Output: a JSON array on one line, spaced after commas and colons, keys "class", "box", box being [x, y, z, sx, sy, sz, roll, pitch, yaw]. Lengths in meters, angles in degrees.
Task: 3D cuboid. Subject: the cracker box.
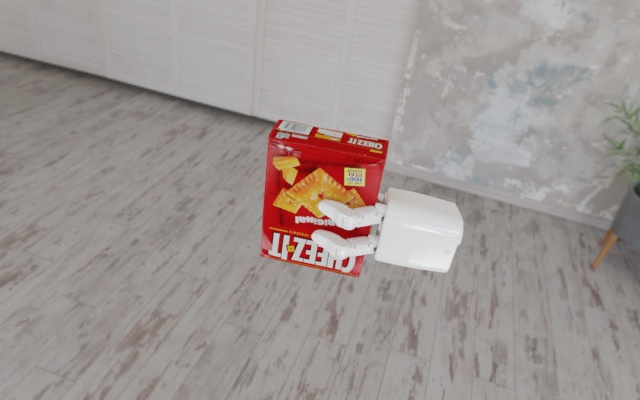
[{"class": "cracker box", "box": [0.000, 0.002, 0.709, 0.164, 0.214, 0.072, 12, 33, 5]}]
